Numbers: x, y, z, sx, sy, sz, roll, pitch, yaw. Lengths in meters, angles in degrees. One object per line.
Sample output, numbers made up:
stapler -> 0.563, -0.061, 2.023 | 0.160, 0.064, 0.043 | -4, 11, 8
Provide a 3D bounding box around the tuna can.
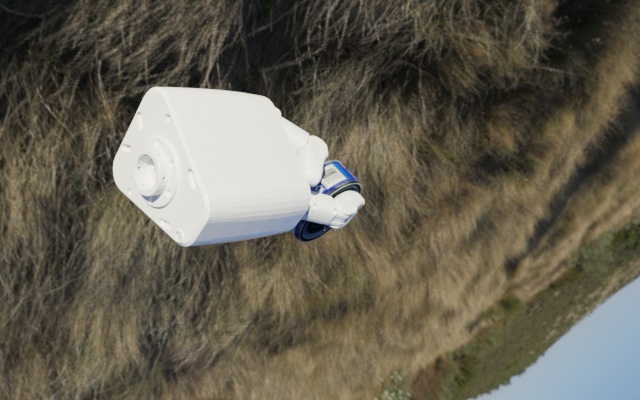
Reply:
tuna can -> 0.000, 0.002, 0.482 | 0.033, 0.086, 0.086 | 47, 20, 20
